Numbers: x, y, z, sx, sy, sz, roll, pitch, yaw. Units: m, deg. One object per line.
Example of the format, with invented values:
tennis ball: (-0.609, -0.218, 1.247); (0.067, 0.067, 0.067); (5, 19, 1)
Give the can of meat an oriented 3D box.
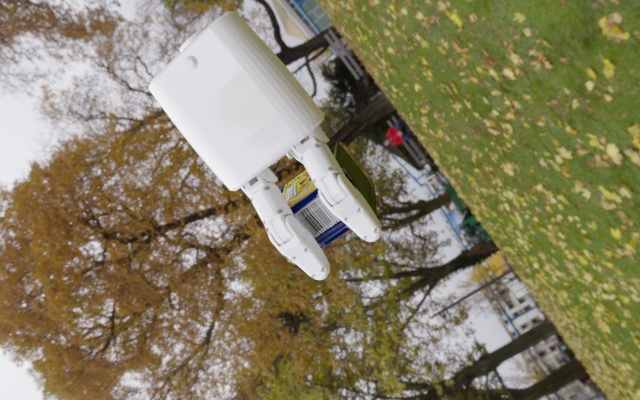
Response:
can of meat: (0.000, 0.002, 0.434); (0.084, 0.057, 0.102); (-36, 16, 17)
